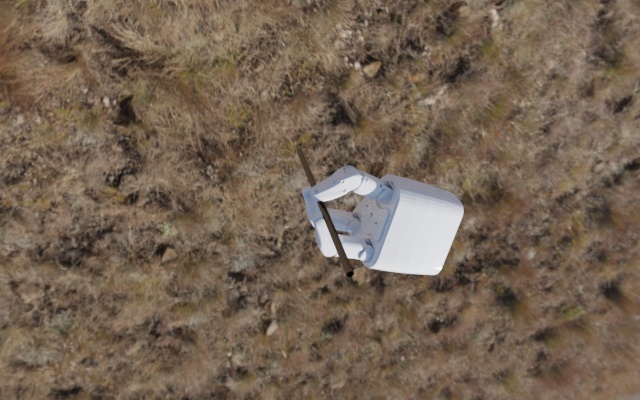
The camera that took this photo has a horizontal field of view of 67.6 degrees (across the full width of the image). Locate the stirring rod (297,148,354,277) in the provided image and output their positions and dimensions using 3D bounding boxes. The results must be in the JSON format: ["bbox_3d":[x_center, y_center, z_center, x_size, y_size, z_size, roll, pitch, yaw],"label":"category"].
[{"bbox_3d":[0.000,0.002,0.556,0.011,0.011,0.239,0,35,-17],"label":"stirring rod"}]
